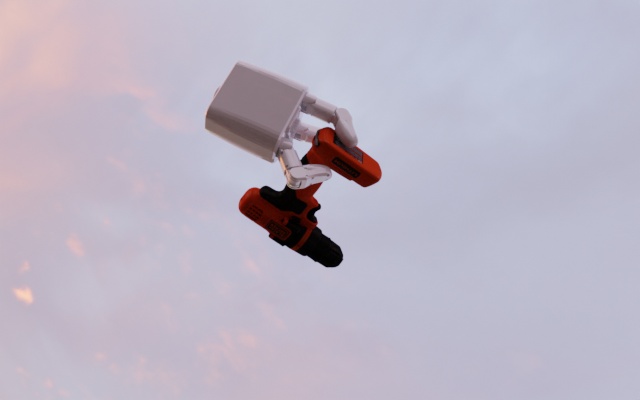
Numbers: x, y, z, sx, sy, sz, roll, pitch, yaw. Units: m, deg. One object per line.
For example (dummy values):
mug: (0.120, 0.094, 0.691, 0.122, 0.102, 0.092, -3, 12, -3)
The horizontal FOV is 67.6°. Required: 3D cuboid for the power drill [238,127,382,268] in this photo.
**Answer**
power drill: (0.000, 0.002, 0.689, 0.184, 0.188, 0.057, 34, 28, -17)
